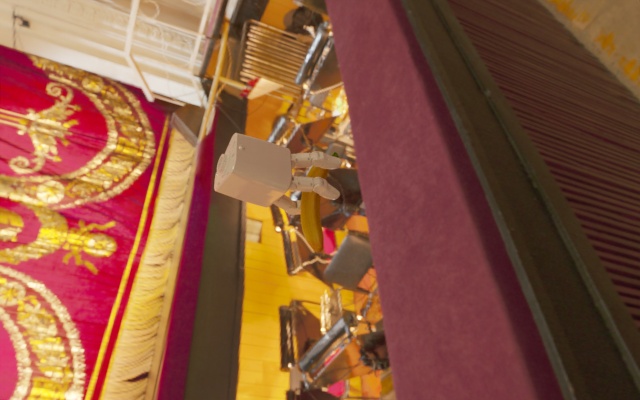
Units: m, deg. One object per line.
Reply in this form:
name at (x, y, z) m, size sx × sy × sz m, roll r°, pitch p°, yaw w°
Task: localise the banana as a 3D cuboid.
banana at (-0.010, 0.003, 0.898) m, size 0.037 × 0.197 × 0.069 m, roll 20°, pitch -22°, yaw -30°
